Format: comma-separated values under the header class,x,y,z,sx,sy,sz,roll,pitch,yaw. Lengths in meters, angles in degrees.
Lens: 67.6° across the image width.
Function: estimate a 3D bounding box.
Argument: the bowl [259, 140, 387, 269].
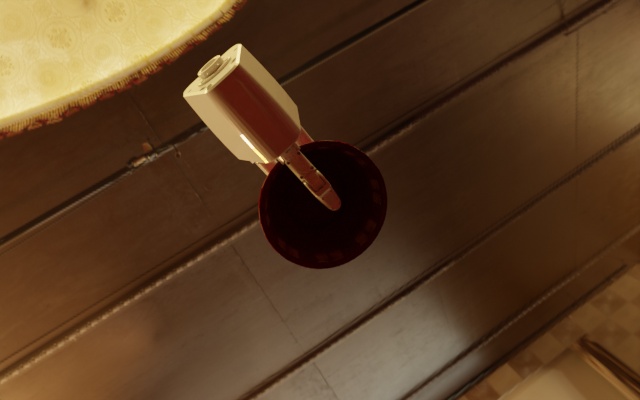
class,x,y,z,sx,sy,sz,roll,pitch,yaw
bowl,0.001,0.003,0.606,0.162,0.162,0.055,0,13,-13
